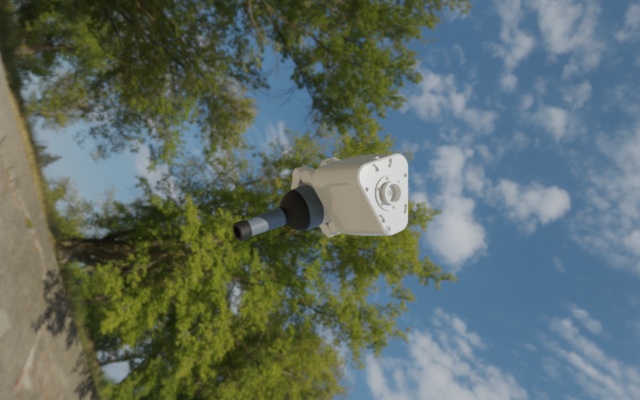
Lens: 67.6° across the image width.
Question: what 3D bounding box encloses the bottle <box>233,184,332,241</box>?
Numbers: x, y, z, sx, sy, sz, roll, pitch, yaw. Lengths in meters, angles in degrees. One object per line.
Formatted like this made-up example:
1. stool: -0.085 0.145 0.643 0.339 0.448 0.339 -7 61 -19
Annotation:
1. bottle: 0.000 0.002 0.748 0.295 0.069 0.069 -20 11 -32
